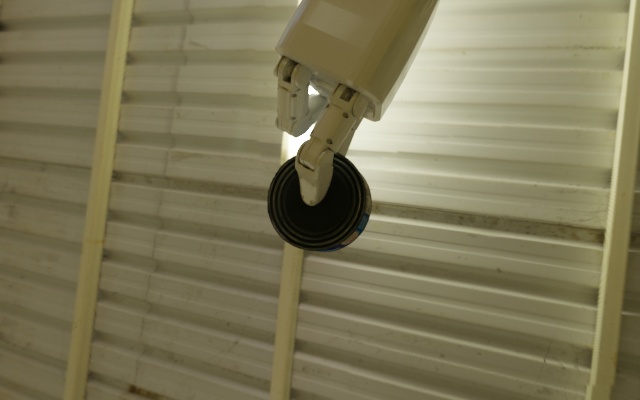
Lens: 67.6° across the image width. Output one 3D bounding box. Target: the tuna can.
[{"bbox_3d":[0.000,0.001,0.409,0.086,0.086,0.034,0,-9,17],"label":"tuna can"}]
